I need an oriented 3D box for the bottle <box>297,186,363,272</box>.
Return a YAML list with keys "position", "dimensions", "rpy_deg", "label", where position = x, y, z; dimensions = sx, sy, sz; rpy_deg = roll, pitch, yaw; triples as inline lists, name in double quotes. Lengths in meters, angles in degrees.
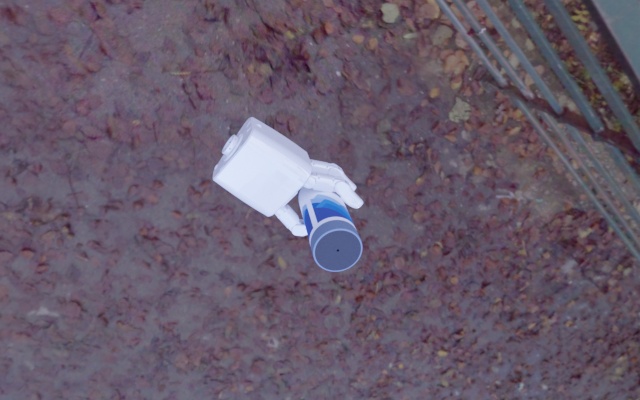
- position: [0.000, 0.003, 0.755]
  dimensions: [0.069, 0.069, 0.295]
  rpy_deg: [0, 26, -10]
  label: "bottle"
